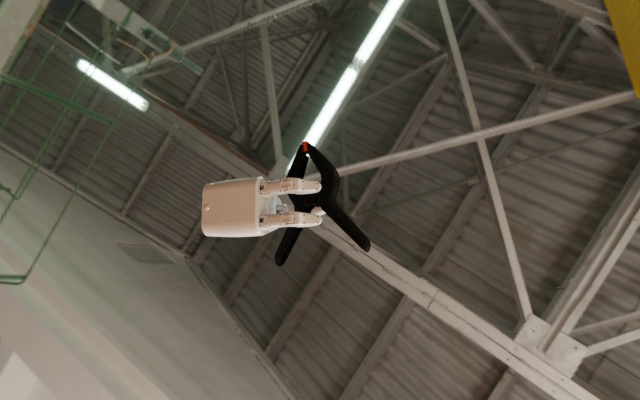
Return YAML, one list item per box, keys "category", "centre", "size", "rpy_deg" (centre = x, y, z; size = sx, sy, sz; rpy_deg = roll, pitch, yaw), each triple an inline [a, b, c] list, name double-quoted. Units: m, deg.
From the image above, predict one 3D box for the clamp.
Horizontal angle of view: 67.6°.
- category: "clamp"
  centre: [0.000, 0.002, 0.799]
  size: [0.164, 0.210, 0.036]
  rpy_deg: [-4, -10, 16]
